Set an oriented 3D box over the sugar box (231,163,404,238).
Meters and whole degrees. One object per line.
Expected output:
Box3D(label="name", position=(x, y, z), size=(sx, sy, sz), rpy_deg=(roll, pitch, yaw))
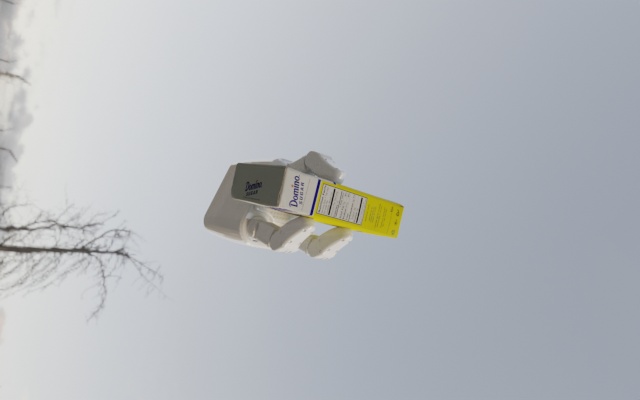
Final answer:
Box3D(label="sugar box", position=(0.000, 0.002, 0.524), size=(0.176, 0.048, 0.093), rpy_deg=(13, -3, -39))
